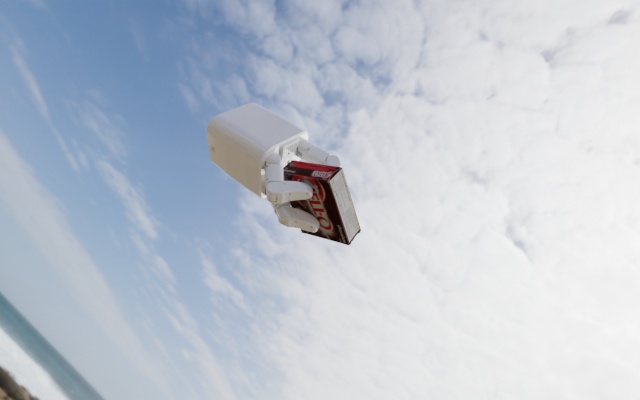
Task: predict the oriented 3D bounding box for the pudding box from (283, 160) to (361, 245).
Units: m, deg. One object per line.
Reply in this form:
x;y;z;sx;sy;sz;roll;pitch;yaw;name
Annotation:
0.000;0.002;0.662;0.090;0.114;0.039;12;47;40;pudding box
